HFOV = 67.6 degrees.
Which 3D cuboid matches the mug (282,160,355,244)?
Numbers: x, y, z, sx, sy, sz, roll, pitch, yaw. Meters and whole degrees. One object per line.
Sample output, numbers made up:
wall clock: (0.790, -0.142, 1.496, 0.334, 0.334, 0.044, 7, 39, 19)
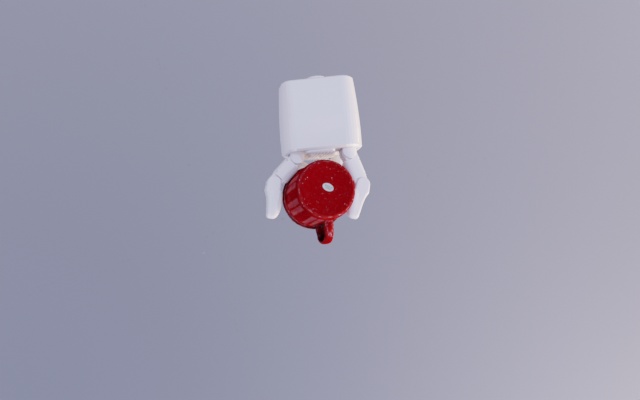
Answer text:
mug: (0.000, 0.004, 0.659, 0.093, 0.117, 0.081, -4, -7, -14)
